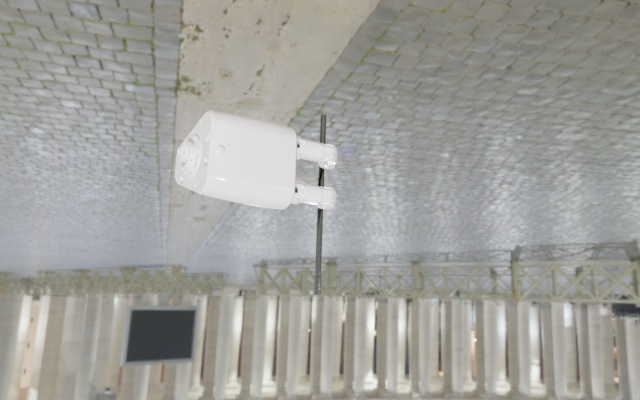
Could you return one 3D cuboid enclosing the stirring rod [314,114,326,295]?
[{"bbox_3d":[0.000,0.002,0.632,0.011,0.239,0.011,2,-10,0],"label":"stirring rod"}]
